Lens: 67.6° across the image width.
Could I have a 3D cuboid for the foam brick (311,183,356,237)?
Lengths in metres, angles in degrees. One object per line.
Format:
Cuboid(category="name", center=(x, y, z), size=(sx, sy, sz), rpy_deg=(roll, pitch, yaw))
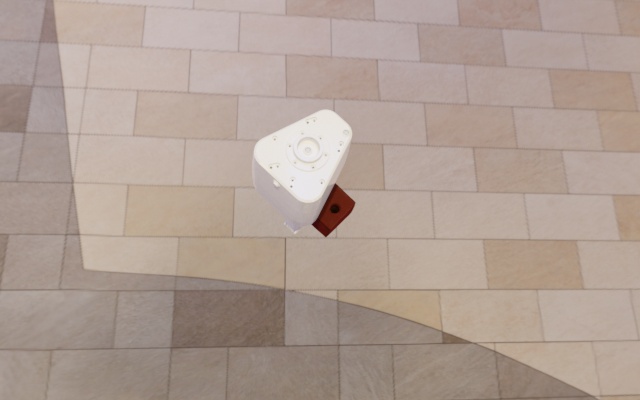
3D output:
Cuboid(category="foam brick", center=(0.000, 0.002, 0.642), size=(0.078, 0.053, 0.051), rpy_deg=(43, -16, 6))
